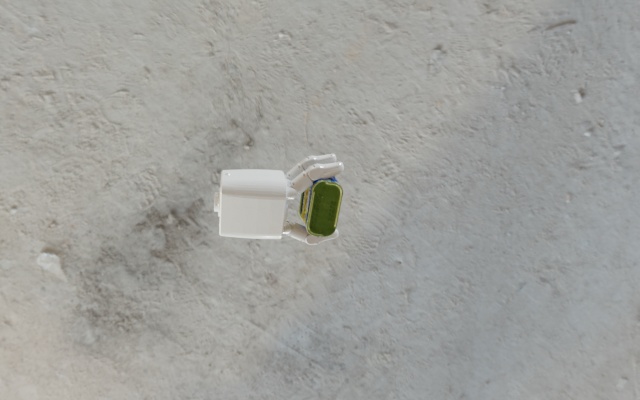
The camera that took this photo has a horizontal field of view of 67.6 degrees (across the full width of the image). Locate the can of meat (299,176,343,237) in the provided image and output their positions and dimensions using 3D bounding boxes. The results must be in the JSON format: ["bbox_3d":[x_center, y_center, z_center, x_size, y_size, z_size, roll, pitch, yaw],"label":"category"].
[{"bbox_3d":[0.000,0.003,0.814,0.057,0.102,0.084,6,17,-11],"label":"can of meat"}]
